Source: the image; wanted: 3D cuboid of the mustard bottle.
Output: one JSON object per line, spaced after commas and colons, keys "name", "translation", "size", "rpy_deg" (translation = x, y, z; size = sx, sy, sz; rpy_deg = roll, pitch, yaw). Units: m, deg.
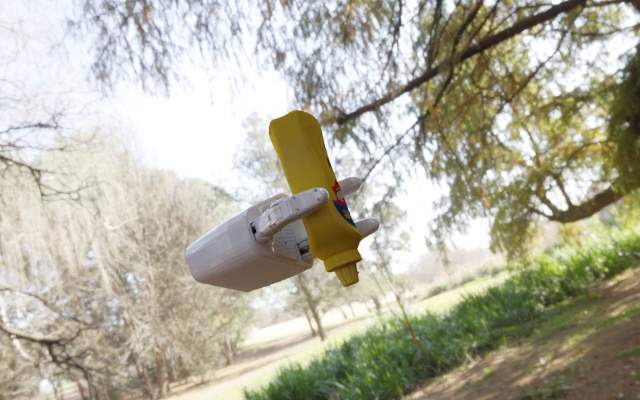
{"name": "mustard bottle", "translation": [0.000, 0.001, 0.525], "size": [0.058, 0.191, 0.096], "rpy_deg": [-21, -14, 7]}
